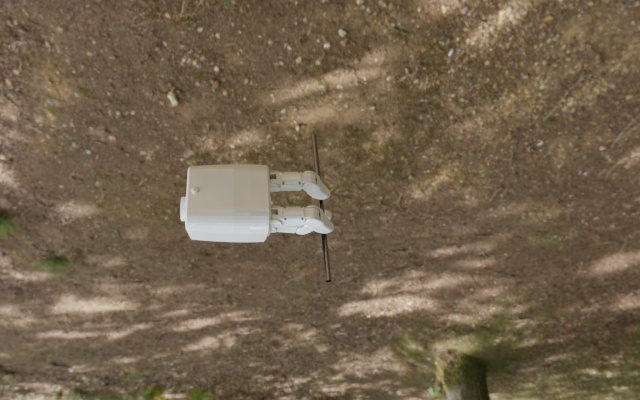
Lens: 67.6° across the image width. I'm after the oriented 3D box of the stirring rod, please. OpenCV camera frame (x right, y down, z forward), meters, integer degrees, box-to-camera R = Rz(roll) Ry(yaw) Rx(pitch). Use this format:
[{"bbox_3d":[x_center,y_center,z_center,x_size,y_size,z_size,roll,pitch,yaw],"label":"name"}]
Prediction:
[{"bbox_3d":[0.000,0.002,0.689,0.011,0.239,0.011,-4,-29,-2],"label":"stirring rod"}]
